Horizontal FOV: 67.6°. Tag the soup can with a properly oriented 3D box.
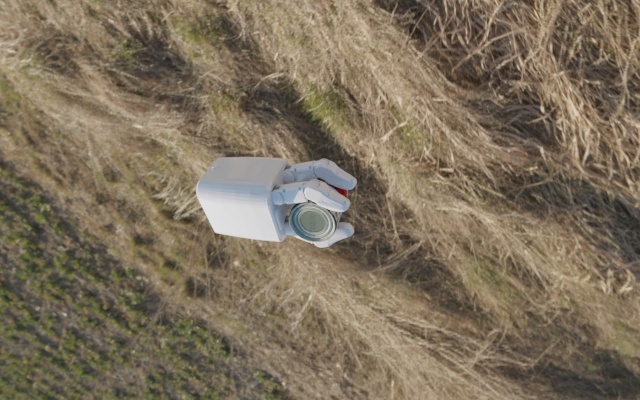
[{"bbox_3d":[0.001,0.003,0.673,0.068,0.068,0.102,0,33,16],"label":"soup can"}]
